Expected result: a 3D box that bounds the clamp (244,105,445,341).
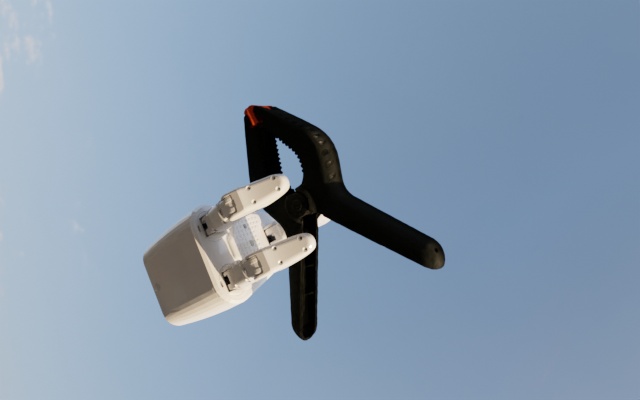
[{"bbox_3d":[0.000,0.001,0.407,0.164,0.210,0.036,-29,-10,35],"label":"clamp"}]
